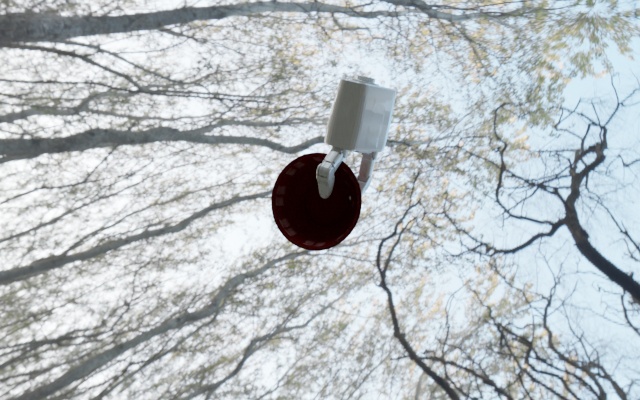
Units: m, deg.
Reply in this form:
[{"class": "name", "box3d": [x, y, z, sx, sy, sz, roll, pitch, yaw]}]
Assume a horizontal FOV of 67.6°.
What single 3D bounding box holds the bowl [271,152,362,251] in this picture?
[{"class": "bowl", "box3d": [0.000, 0.004, 0.803, 0.162, 0.162, 0.055, 0, -2, 23]}]
